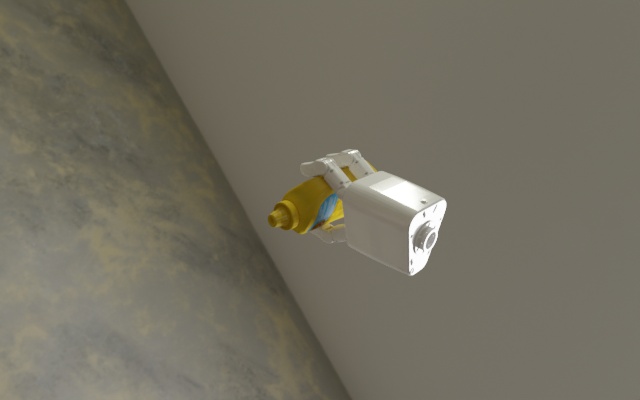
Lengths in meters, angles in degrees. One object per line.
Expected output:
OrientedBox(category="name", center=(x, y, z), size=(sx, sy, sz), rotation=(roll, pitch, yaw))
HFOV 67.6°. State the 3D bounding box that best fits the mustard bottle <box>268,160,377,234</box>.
OrientedBox(category="mustard bottle", center=(0.000, 0.002, 0.704), size=(0.191, 0.058, 0.096), rotation=(-22, -28, -43))
